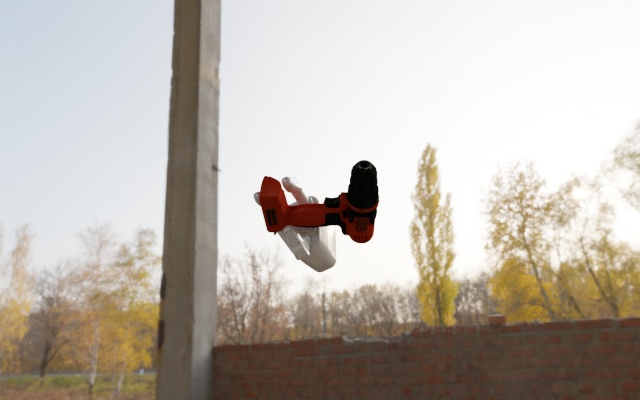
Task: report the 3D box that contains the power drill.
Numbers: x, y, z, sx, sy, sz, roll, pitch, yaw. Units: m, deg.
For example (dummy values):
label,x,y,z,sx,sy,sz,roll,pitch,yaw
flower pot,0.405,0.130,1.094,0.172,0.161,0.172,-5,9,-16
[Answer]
label,x,y,z,sx,sy,sz,roll,pitch,yaw
power drill,0.000,0.003,0.766,0.187,0.057,0.185,4,-40,6
